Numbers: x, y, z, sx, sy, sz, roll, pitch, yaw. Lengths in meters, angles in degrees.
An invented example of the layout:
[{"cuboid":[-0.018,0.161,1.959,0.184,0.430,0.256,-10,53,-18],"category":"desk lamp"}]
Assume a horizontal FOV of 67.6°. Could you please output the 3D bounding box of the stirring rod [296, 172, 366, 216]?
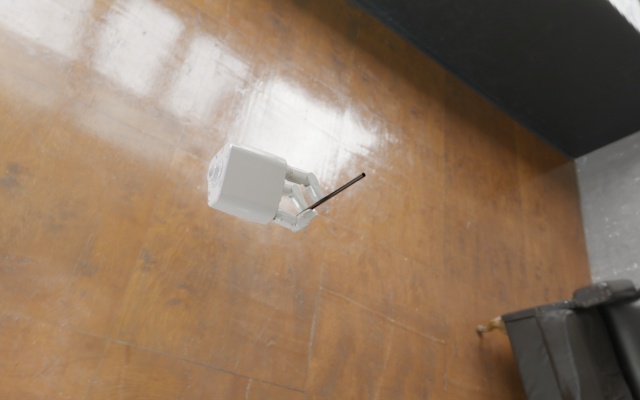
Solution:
[{"cuboid":[0.000,0.003,0.839,0.011,0.011,0.239,0,-21,-37],"category":"stirring rod"}]
